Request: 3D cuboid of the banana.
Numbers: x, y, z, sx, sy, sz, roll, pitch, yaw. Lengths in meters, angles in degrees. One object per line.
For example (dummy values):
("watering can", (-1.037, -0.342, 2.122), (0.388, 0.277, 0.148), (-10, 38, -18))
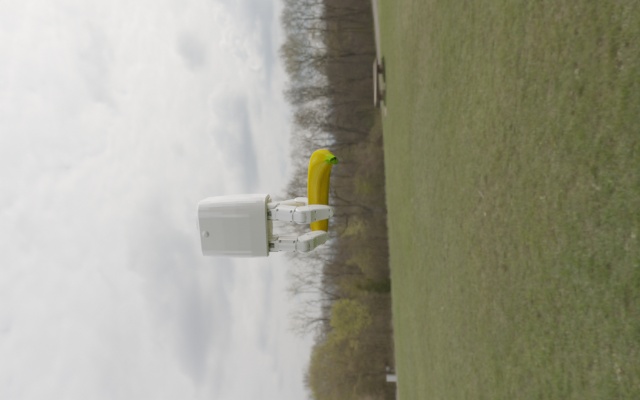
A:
("banana", (-0.001, -0.013, 0.763), (0.037, 0.069, 0.198), (-2, -43, -6))
